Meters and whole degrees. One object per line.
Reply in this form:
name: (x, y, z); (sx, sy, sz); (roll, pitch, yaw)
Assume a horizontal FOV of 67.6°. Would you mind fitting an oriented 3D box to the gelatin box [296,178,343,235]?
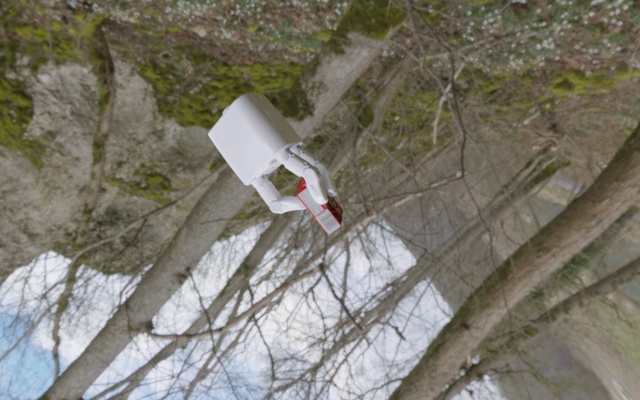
gelatin box: (0.000, 0.003, 0.781); (0.030, 0.089, 0.073); (-35, 13, 15)
